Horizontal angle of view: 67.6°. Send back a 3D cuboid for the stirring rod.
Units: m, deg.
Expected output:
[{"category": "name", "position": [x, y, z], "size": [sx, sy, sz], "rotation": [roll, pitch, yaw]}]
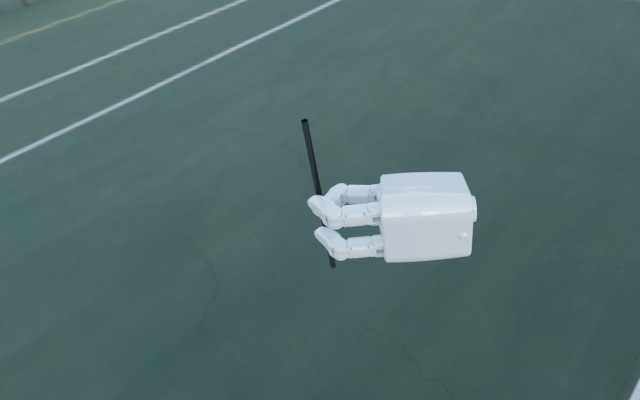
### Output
[{"category": "stirring rod", "position": [0.000, 0.002, 0.616], "size": [0.011, 0.240, 0.011], "rotation": [-7, 38, 5]}]
